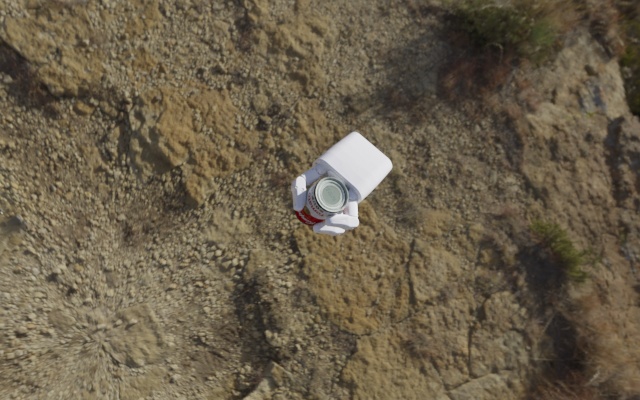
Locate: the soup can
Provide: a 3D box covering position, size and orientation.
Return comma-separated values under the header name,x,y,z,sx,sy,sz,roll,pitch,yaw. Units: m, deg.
name,x,y,z,sx,sy,sz,roll,pitch,yaw
soup can,0.000,0.003,0.875,0.068,0.068,0.102,0,-15,-25
